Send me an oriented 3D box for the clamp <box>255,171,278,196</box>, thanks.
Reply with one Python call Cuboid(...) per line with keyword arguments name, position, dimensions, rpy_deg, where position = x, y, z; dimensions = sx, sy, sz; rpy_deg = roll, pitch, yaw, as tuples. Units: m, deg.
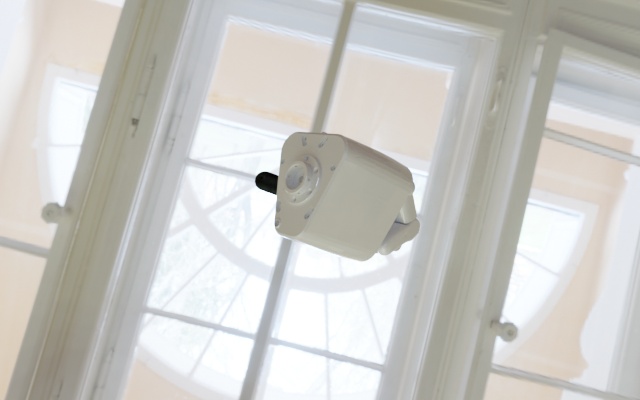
Cuboid(name="clamp", position=(0.000, 0.003, 0.593), dimensions=(0.171, 0.039, 0.120), rpy_deg=(9, -9, 45))
